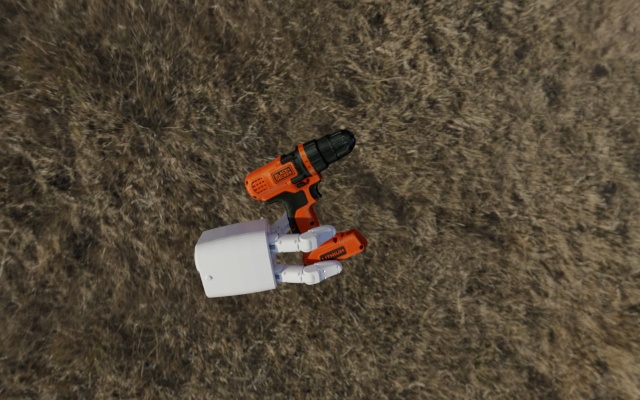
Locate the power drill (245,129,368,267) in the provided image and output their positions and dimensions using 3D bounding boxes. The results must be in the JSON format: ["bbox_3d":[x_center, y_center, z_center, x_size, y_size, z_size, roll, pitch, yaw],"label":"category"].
[{"bbox_3d":[0.000,0.003,0.742,0.184,0.187,0.057,-25,8,12],"label":"power drill"}]
